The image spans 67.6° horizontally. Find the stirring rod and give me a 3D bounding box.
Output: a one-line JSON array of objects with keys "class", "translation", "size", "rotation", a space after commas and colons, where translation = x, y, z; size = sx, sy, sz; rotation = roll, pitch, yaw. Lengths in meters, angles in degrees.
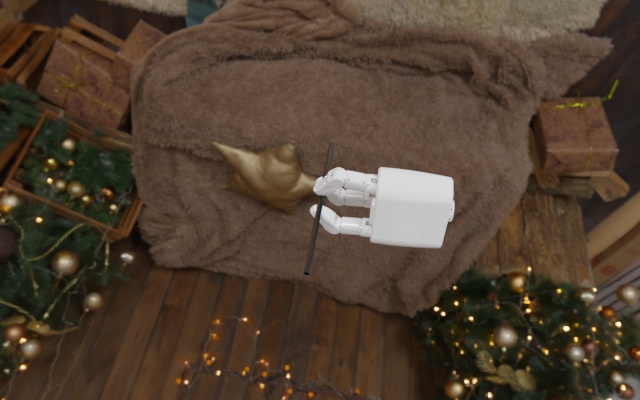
[{"class": "stirring rod", "translation": [0.000, 0.002, 0.701], "size": [0.011, 0.239, 0.011], "rotation": [7, -37, 5]}]
